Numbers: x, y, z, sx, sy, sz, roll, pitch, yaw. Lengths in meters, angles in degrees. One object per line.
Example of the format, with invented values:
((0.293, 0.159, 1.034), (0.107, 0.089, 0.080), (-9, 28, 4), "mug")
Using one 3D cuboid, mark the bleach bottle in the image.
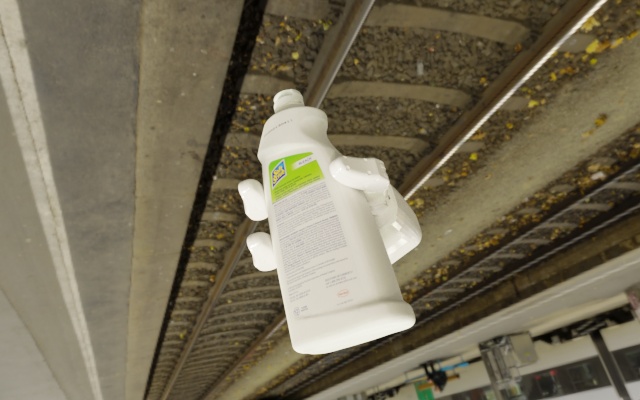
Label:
((0.000, 0.001, 0.435), (0.102, 0.250, 0.068), (-23, -27, 19), "bleach bottle")
